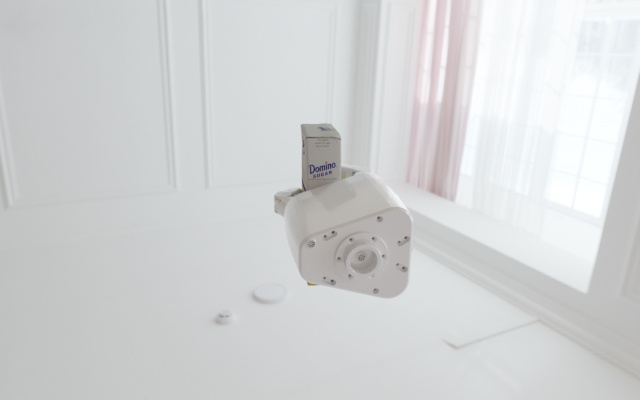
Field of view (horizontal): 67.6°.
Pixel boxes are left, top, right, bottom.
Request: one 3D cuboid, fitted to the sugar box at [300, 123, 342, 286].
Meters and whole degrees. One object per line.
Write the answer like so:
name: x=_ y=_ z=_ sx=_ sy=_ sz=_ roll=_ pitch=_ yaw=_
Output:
sugar box: x=0.001 y=0.002 z=0.572 sx=0.048 sy=0.176 sz=0.093 roll=0 pitch=19 yaw=-6
